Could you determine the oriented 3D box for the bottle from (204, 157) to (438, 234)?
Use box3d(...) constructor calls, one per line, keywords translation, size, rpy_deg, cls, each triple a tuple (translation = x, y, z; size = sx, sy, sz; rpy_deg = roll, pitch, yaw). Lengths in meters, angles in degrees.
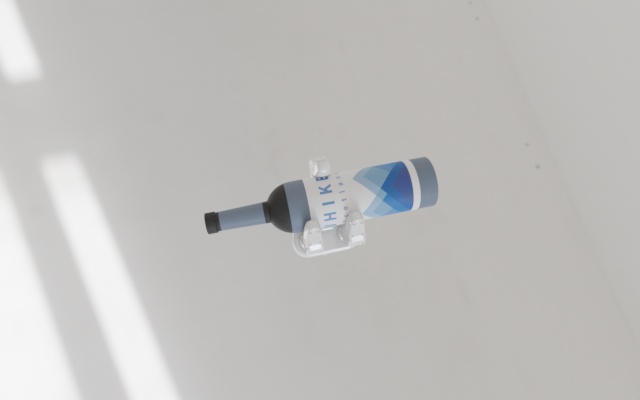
box3d(translation=(0.000, 0.002, 0.617), size=(0.296, 0.069, 0.069), rpy_deg=(-11, 1, -7), cls="bottle")
